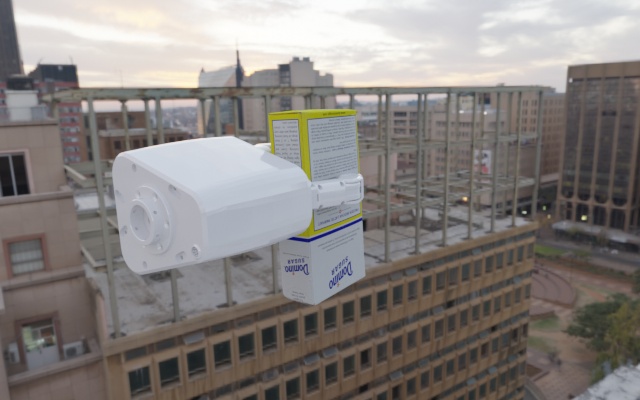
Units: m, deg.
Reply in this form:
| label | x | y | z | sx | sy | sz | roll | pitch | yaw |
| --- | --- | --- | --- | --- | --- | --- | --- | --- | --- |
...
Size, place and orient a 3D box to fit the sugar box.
| label | x | y | z | sx | sy | sz | roll | pitch | yaw |
| --- | --- | --- | --- | --- | --- | --- | --- | --- | --- |
| sugar box | 0.000 | 0.001 | 0.464 | 0.048 | 0.176 | 0.093 | 8 | 15 | 36 |
